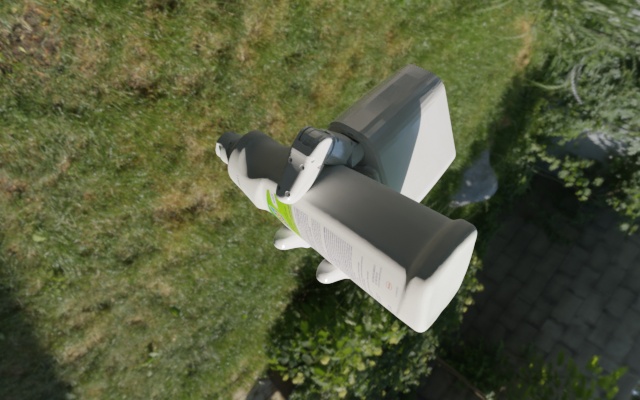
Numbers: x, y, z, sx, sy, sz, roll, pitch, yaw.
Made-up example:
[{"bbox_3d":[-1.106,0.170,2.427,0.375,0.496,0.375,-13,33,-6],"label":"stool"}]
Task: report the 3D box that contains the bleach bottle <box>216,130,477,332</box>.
[{"bbox_3d":[0.000,0.001,0.403,0.250,0.068,0.103,34,-27,27],"label":"bleach bottle"}]
